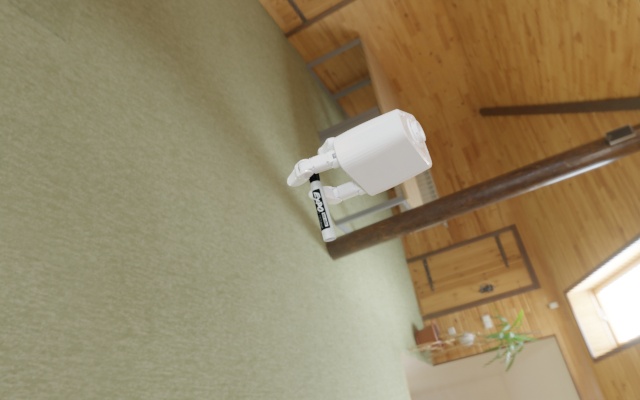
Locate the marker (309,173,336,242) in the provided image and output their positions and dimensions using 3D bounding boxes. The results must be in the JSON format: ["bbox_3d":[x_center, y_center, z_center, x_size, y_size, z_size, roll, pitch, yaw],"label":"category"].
[{"bbox_3d":[0.000,0.002,0.715,0.020,0.121,0.020,-13,-21,-5],"label":"marker"}]
